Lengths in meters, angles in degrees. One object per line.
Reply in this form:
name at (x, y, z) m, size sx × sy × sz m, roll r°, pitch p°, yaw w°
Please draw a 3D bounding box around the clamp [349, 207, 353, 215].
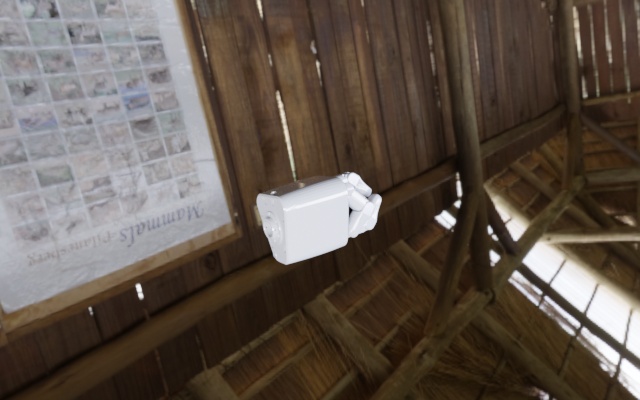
clamp at (0.000, 0.003, 0.813) m, size 0.120 × 0.039 × 0.171 m, roll -17°, pitch 13°, yaw -29°
